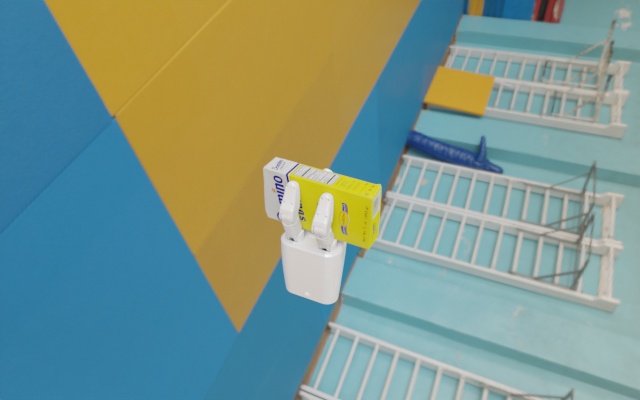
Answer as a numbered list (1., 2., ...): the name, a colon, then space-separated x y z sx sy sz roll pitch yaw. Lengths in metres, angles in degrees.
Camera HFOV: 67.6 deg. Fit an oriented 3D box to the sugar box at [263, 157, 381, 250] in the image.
1. sugar box: 0.000 0.003 0.707 0.176 0.093 0.048 14 36 20
